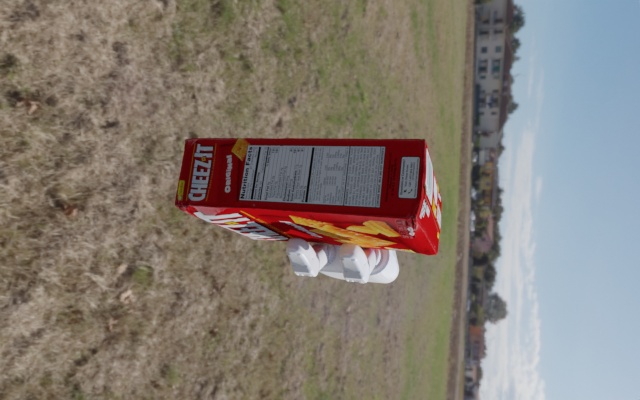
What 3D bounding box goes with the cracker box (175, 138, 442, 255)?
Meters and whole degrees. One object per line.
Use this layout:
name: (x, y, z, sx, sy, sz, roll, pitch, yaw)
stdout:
cracker box: (0.000, 0.001, 0.455, 0.213, 0.072, 0.164, 2, -14, 19)
